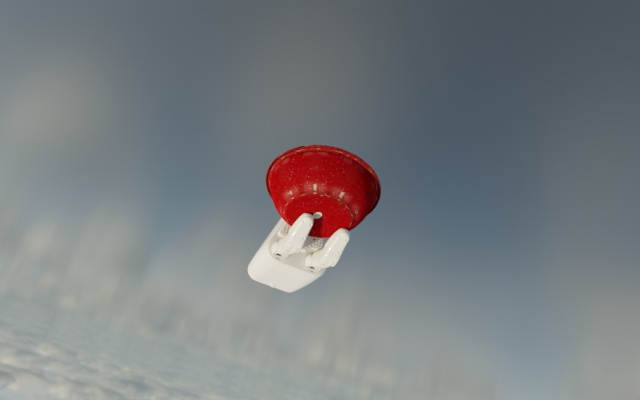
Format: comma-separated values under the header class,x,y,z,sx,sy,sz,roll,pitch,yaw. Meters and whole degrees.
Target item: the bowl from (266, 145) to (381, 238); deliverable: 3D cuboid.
class,x,y,z,sx,sy,sz,roll,pitch,yaw
bowl,0.000,0.002,0.647,0.162,0.055,0.162,5,-42,5
